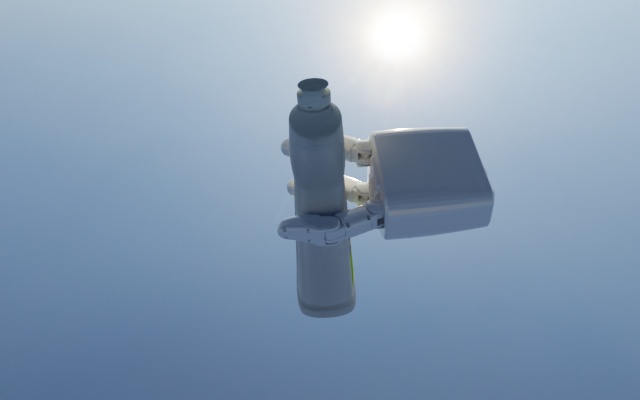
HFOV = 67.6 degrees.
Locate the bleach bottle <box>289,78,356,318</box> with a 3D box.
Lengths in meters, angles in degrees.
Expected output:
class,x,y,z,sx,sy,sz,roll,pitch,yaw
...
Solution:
class,x,y,z,sx,sy,sz,roll,pitch,yaw
bleach bottle,0.000,0.002,0.492,0.068,0.251,0.102,-4,37,-1
